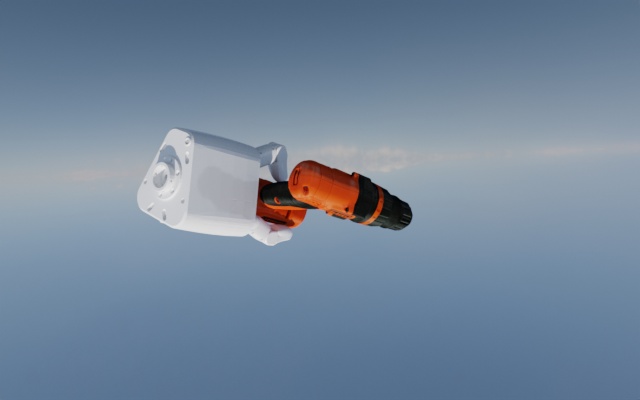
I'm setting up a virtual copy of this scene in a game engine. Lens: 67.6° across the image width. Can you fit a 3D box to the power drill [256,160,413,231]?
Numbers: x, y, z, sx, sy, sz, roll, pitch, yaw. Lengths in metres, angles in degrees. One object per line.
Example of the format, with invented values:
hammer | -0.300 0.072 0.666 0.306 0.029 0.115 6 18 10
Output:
power drill | 0.000 0.002 0.614 0.184 0.057 0.187 22 -18 -37
